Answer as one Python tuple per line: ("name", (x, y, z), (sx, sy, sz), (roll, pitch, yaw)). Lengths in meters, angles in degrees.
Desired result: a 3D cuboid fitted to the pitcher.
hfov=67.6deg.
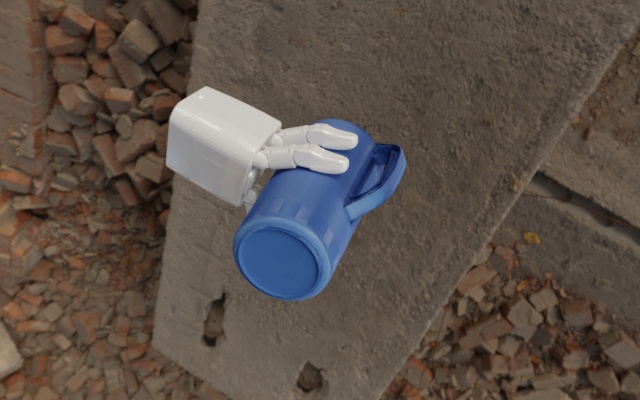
("pitcher", (0.000, 0.002, 0.573), (0.145, 0.149, 0.242), (28, 34, 0))
